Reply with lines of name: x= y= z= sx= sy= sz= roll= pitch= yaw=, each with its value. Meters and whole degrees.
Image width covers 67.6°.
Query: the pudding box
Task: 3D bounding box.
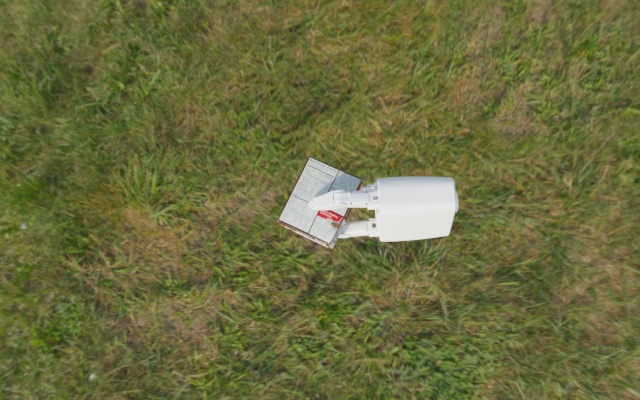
pudding box: x=0.000 y=0.002 z=0.711 sx=0.090 sy=0.113 sz=0.039 roll=25 pitch=-10 yaw=10
